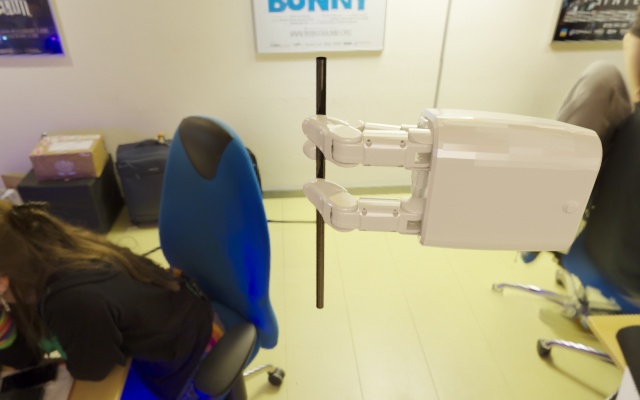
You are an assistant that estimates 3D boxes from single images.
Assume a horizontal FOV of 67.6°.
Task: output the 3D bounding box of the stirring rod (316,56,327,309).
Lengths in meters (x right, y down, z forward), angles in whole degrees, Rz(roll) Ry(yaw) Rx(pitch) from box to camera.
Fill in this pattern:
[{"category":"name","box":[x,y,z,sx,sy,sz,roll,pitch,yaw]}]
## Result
[{"category":"stirring rod","box":[0.000,0.001,0.401,0.011,0.240,0.011,0,32,0]}]
